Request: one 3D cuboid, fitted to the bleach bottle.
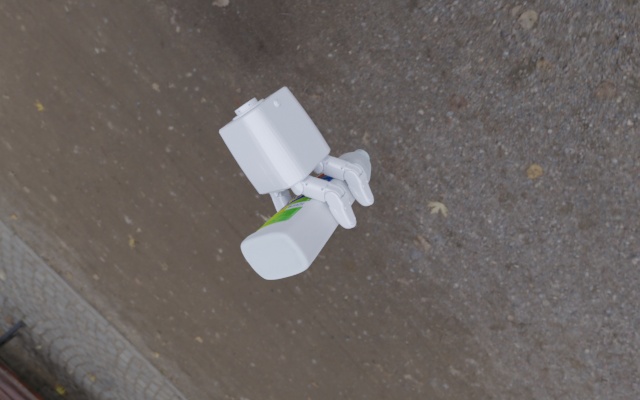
[{"bbox_3d":[0.000,0.002,0.672,0.102,0.068,0.250,-20,21,42],"label":"bleach bottle"}]
